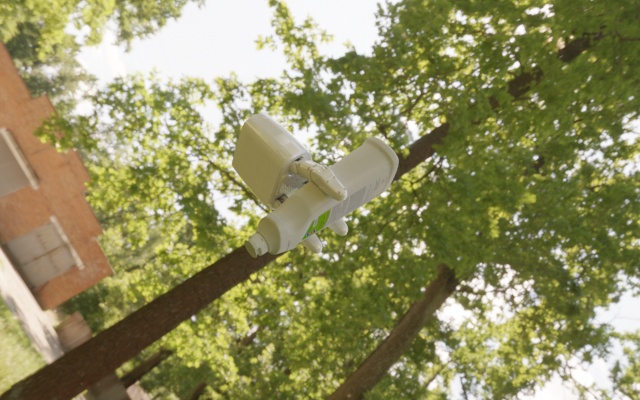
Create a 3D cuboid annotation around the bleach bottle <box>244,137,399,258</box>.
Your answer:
[{"bbox_3d":[0.000,0.002,0.696,0.250,0.068,0.103,-32,-26,-28],"label":"bleach bottle"}]
